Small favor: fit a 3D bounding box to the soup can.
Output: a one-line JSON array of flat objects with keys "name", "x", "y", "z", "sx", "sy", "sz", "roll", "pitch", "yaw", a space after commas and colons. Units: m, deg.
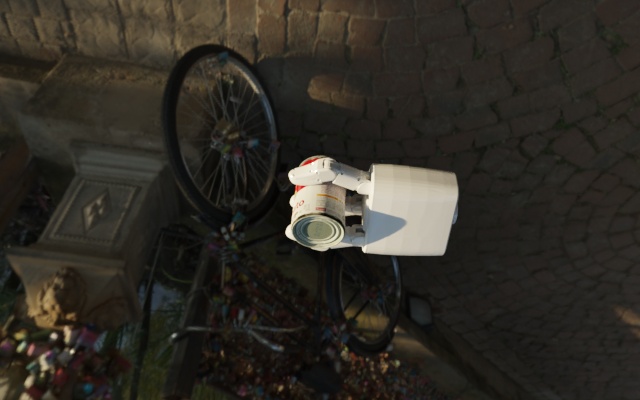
[{"name": "soup can", "x": 0.000, "y": 0.002, "z": 0.608, "sx": 0.068, "sy": 0.102, "sz": 0.069, "roll": 3, "pitch": -42, "yaw": 2}]
